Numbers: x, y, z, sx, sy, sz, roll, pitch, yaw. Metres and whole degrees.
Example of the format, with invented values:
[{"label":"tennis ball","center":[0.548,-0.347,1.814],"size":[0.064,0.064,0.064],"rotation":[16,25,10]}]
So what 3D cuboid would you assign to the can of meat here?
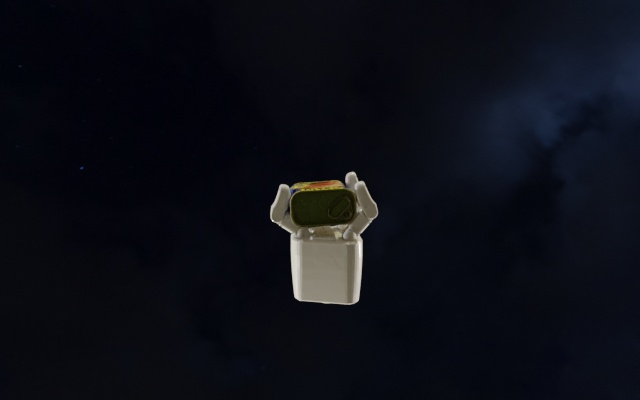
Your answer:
[{"label":"can of meat","center":[0.000,0.002,0.764],"size":[0.102,0.057,0.084],"rotation":[-4,13,-6]}]
